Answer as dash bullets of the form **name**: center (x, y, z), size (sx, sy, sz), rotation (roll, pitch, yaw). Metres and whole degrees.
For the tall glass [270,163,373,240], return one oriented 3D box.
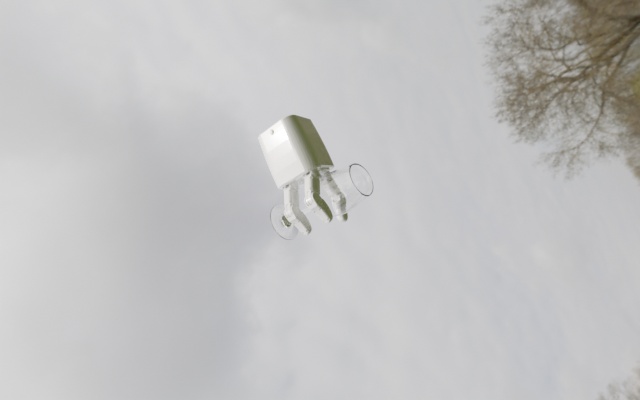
- **tall glass**: center (0.000, 0.003, 0.869), size (0.201, 0.079, 0.079), rotation (-29, -18, 36)
